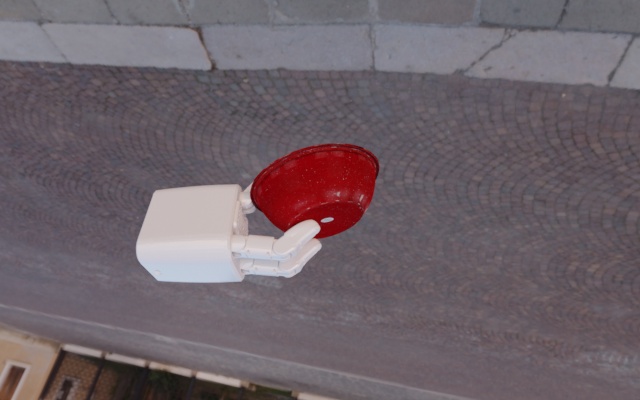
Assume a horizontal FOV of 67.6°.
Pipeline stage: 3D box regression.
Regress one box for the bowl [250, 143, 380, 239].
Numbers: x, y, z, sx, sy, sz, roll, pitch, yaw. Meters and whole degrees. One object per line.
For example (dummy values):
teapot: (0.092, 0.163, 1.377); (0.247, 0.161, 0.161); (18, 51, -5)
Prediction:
bowl: (0.001, 0.002, 0.569); (0.162, 0.055, 0.162); (-12, -28, -7)
